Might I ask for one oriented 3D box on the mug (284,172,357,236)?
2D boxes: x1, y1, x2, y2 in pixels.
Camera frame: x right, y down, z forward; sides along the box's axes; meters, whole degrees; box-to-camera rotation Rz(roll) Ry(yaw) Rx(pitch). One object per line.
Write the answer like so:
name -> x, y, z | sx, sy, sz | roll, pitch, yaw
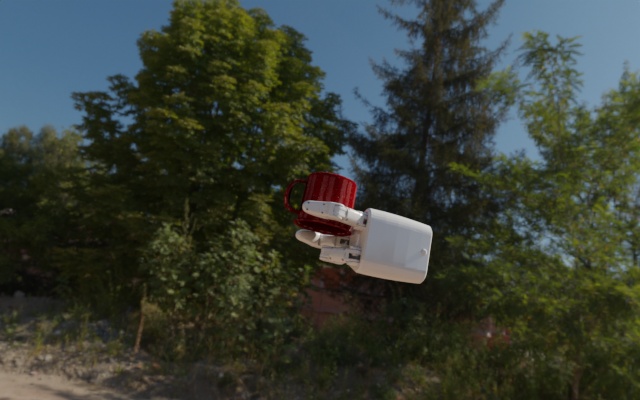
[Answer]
mug -> -0.001, 0.002, 0.750 | 0.117, 0.081, 0.093 | 16, -14, -13
